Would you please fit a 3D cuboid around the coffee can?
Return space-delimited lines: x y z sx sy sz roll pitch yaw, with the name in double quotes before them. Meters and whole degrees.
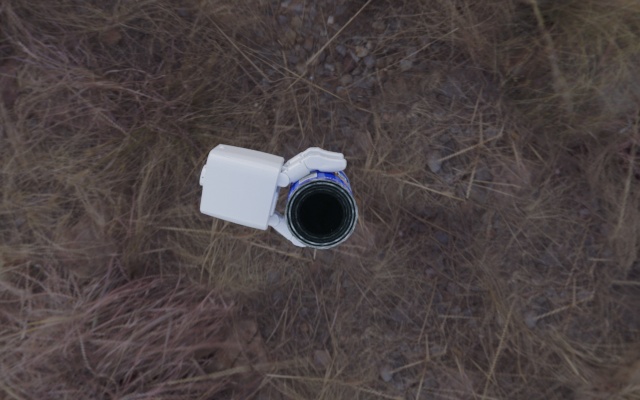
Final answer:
"coffee can" 0.000 0.002 0.730 0.103 0.103 0.140 0 14 -1
